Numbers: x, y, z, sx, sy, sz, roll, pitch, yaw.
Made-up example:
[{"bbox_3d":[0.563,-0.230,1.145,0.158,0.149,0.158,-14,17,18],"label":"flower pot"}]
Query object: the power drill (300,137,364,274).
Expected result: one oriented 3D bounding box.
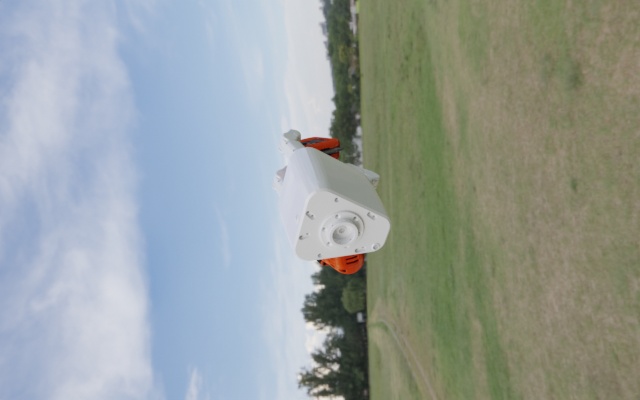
[{"bbox_3d":[0.000,0.002,0.706,0.057,0.188,0.184,-17,14,-18],"label":"power drill"}]
